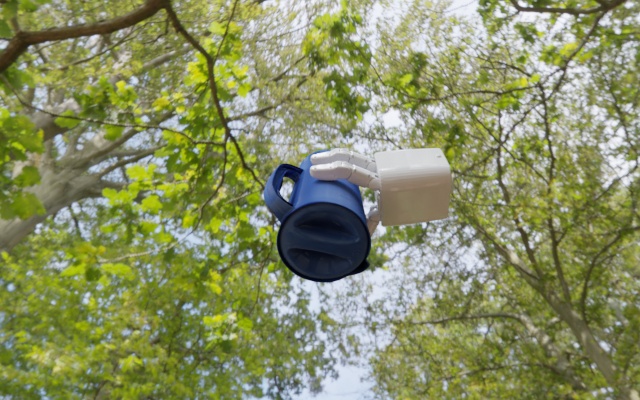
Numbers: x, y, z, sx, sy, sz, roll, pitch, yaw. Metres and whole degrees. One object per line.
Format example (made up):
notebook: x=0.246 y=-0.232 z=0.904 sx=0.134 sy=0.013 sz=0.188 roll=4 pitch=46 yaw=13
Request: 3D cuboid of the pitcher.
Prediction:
pitcher: x=0.000 y=0.003 z=0.764 sx=0.145 sy=0.149 sz=0.242 roll=-5 pitch=27 yaw=4
